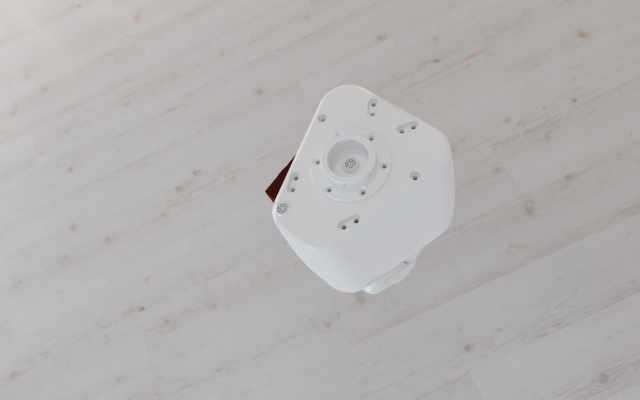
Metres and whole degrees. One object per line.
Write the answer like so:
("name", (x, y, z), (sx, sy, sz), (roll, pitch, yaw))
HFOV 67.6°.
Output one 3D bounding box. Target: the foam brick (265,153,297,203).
("foam brick", (0.000, 0.001, 0.424), (0.078, 0.053, 0.051), (35, -9, 24))
